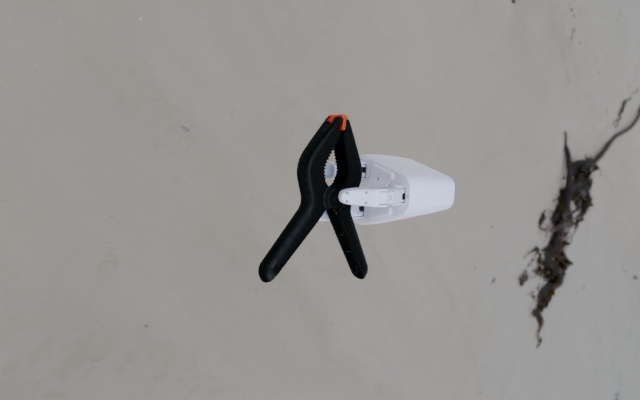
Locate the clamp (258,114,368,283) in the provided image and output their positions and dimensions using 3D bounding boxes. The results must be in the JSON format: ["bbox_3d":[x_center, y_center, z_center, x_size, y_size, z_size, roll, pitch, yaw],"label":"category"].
[{"bbox_3d":[0.001,0.001,0.570,0.164,0.210,0.036,-3,8,-41],"label":"clamp"}]
